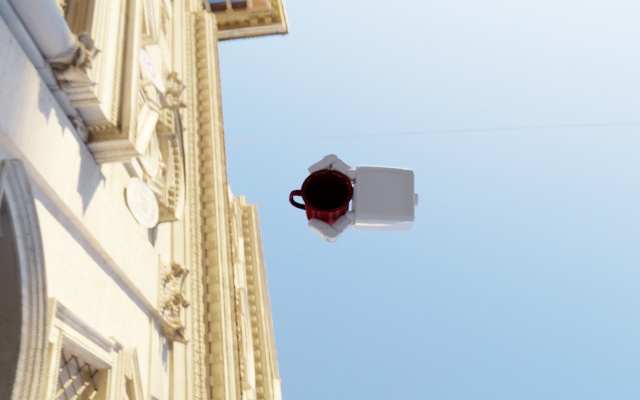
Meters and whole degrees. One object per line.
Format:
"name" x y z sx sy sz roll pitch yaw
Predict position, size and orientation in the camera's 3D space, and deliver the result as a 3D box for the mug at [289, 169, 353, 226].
"mug" -0.001 0.003 0.874 0.117 0.093 0.082 3 -32 3
